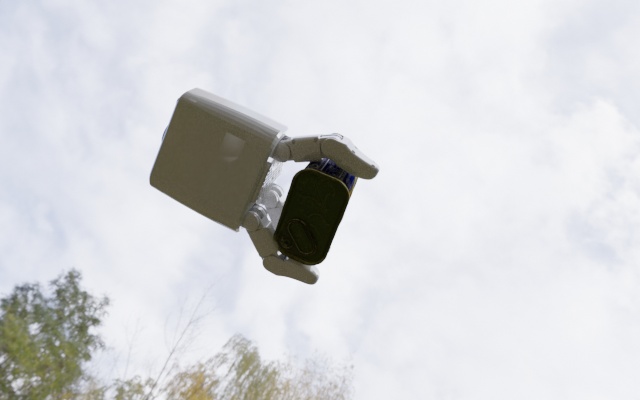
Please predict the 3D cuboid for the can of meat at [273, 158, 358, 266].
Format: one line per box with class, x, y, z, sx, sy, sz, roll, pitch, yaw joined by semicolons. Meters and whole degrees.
can of meat;0.000;0.001;0.492;0.057;0.102;0.084;23;29;5
